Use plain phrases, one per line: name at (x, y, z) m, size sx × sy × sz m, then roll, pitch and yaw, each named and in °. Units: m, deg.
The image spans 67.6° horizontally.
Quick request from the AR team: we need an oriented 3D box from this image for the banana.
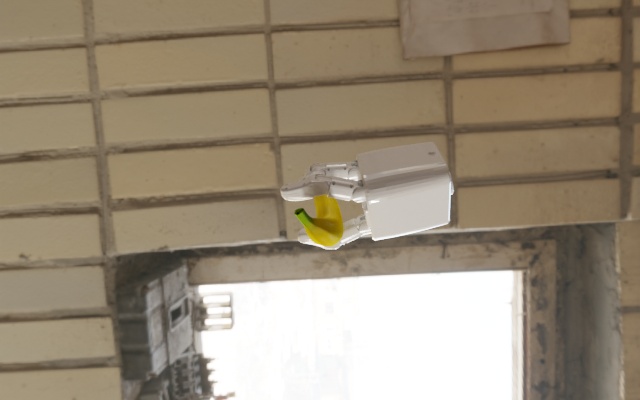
banana at (0.007, 0.020, 0.633) m, size 0.037 × 0.069 × 0.197 m, roll -20°, pitch 8°, yaw 8°
